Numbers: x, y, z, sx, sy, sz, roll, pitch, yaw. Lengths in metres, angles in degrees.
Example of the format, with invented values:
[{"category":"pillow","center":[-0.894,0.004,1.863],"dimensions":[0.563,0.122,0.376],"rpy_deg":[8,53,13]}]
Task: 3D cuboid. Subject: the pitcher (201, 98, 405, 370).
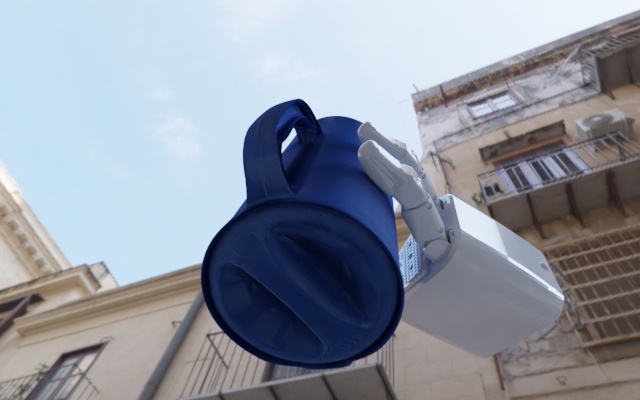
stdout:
[{"category":"pitcher","center":[0.000,0.001,0.404],"dimensions":[0.145,0.149,0.242],"rpy_deg":[28,27,-6]}]
